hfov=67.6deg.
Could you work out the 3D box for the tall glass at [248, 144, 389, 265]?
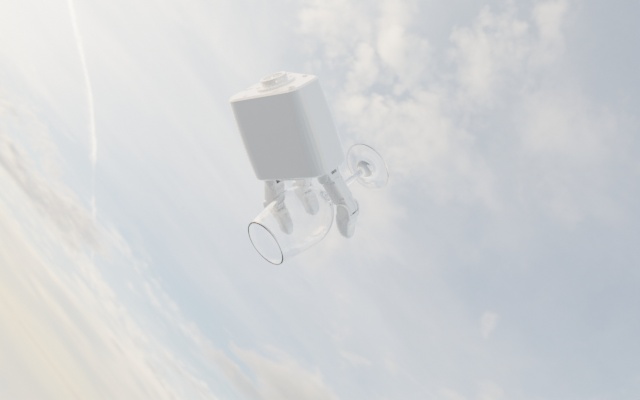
[{"bbox_3d":[0.001,0.002,0.624,0.201,0.079,0.079,-37,22,-33],"label":"tall glass"}]
